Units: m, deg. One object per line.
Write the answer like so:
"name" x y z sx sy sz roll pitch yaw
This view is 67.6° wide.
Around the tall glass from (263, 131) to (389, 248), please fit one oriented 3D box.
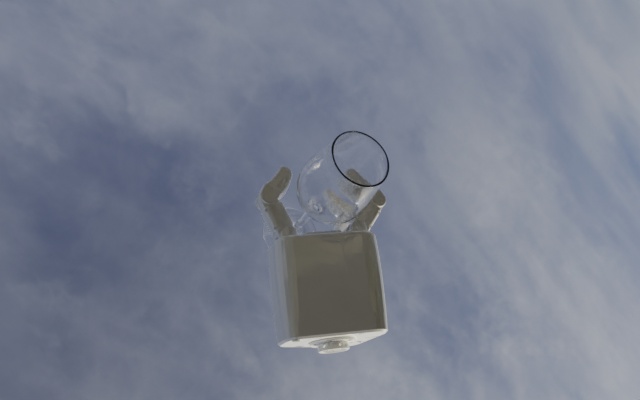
"tall glass" 0.000 0.002 0.533 0.079 0.079 0.201 0 -25 -25
